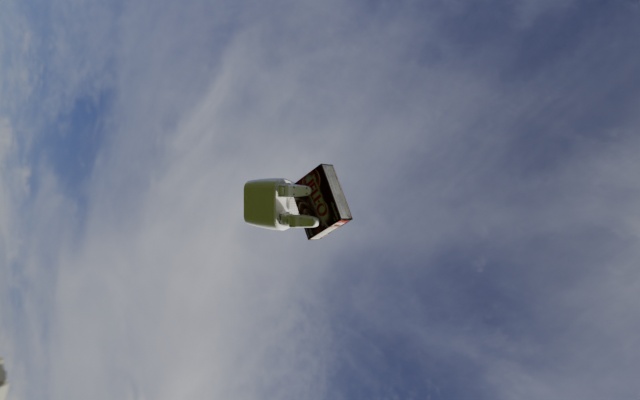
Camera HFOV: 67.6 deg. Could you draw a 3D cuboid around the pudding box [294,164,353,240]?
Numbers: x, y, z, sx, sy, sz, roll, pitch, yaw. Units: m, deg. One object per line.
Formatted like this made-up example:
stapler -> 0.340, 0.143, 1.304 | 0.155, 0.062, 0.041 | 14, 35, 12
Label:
pudding box -> 0.000, 0.003, 0.861 | 0.039, 0.113, 0.090 | -4, -24, -46
